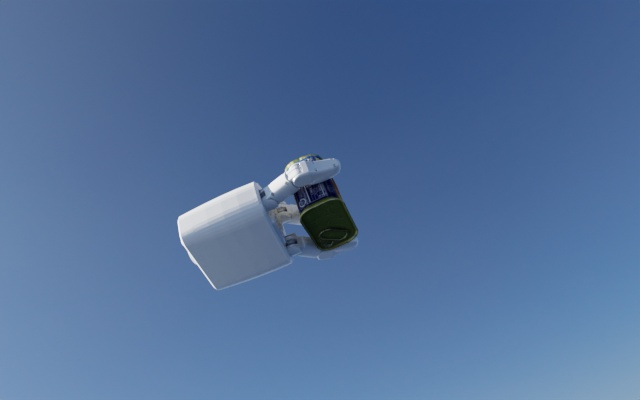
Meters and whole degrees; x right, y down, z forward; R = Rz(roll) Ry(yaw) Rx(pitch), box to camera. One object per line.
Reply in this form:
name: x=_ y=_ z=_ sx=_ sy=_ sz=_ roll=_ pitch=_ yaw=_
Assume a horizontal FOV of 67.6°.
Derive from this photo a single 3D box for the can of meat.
can of meat: x=0.000 y=0.002 z=0.610 sx=0.057 sy=0.084 sz=0.102 roll=-25 pitch=-37 yaw=4
